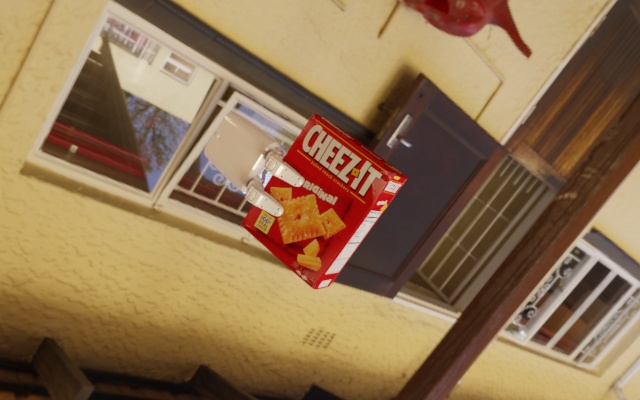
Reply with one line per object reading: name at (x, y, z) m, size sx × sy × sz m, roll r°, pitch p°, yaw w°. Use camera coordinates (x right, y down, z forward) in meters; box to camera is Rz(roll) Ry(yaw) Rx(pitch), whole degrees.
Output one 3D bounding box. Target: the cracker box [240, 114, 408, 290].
cracker box at (0.000, 0.003, 0.731) m, size 0.164 × 0.214 × 0.072 m, roll 39°, pitch 13°, yaw 21°
